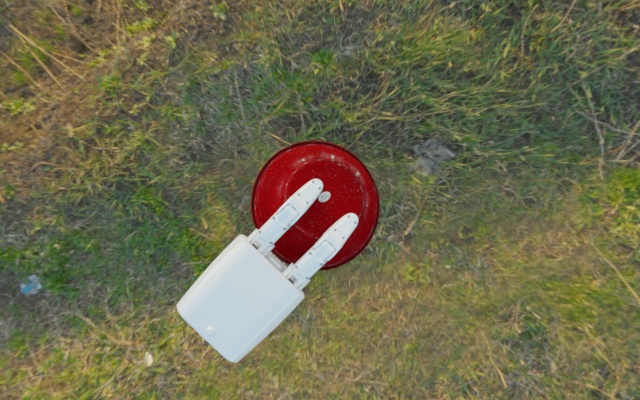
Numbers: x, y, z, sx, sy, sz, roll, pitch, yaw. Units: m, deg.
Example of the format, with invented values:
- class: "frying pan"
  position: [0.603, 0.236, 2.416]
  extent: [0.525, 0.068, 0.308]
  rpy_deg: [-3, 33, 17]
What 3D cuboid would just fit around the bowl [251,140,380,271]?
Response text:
- class: "bowl"
  position: [0.001, 0.001, 0.563]
  extent: [0.162, 0.162, 0.055]
  rpy_deg: [0, -8, -11]
